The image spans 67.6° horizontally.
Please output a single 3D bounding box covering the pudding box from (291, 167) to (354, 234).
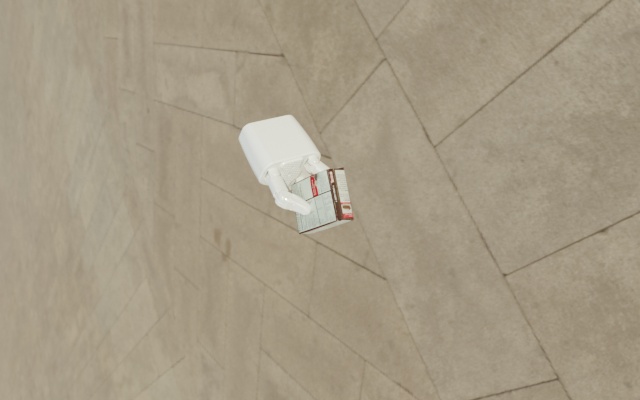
[{"bbox_3d":[0.000,0.003,0.797,0.039,0.090,0.113,-5,-11,-37],"label":"pudding box"}]
